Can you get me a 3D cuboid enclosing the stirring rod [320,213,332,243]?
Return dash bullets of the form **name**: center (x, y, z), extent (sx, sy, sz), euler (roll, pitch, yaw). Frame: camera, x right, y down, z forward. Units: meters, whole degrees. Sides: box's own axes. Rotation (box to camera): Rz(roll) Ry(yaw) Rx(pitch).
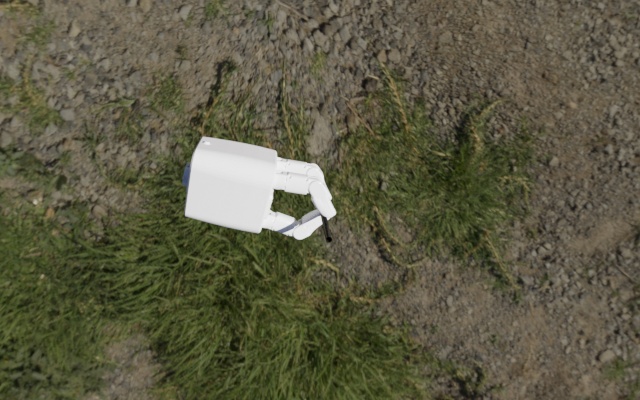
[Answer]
- **stirring rod**: center (0.000, 0.002, 0.694), extent (0.011, 0.011, 0.239), euler (0, 22, -5)
